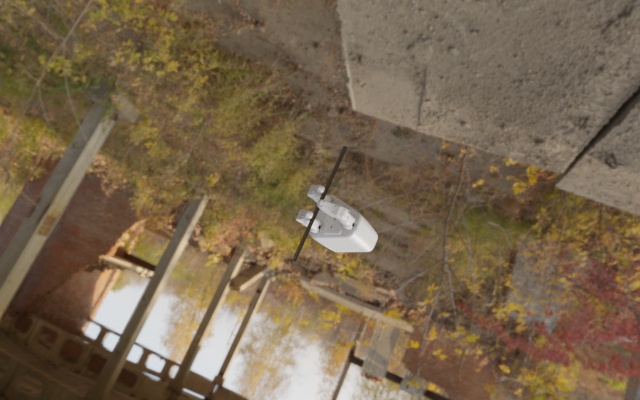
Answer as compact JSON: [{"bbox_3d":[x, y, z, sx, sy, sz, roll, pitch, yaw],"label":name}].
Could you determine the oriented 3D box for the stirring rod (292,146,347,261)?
[{"bbox_3d":[0.000,0.003,0.900,0.011,0.239,0.011,23,-13,6],"label":"stirring rod"}]
